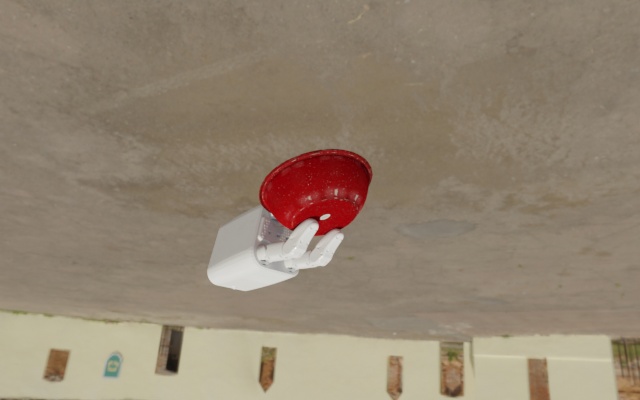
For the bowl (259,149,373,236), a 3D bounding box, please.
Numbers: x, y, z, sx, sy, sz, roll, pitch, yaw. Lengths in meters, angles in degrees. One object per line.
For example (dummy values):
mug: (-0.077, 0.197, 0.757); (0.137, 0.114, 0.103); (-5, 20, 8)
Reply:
bowl: (0.001, 0.002, 0.650); (0.162, 0.055, 0.162); (-11, -33, -7)
